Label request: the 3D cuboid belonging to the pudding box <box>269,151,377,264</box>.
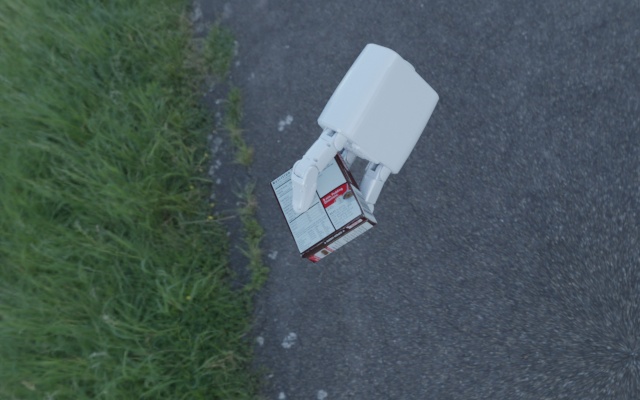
[{"bbox_3d":[0.000,0.002,0.557,0.090,0.113,0.039,-34,-33,15],"label":"pudding box"}]
